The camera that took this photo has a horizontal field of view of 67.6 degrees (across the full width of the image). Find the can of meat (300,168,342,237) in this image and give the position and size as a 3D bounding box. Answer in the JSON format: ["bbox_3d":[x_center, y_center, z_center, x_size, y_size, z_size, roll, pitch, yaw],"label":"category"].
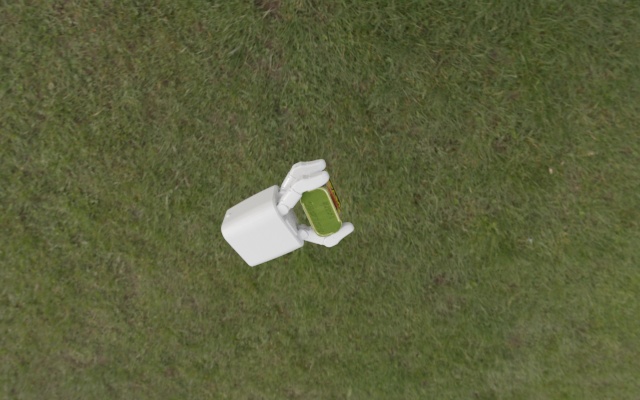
[{"bbox_3d":[0.000,0.003,0.842,0.057,0.102,0.084,-21,24,9],"label":"can of meat"}]
